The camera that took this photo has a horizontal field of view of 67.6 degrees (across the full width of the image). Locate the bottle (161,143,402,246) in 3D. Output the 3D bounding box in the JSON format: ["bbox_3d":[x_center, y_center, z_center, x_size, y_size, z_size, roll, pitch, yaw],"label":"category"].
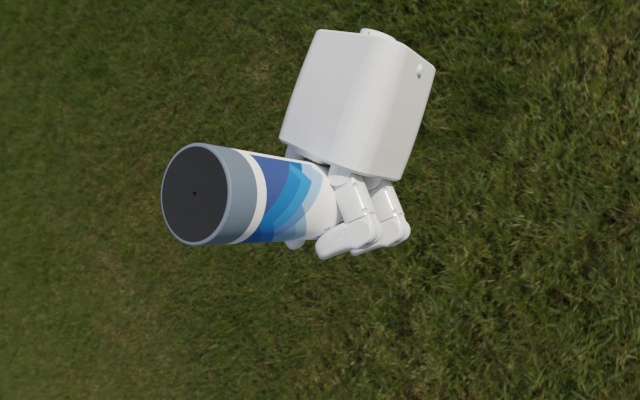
[{"bbox_3d":[0.000,0.001,0.428,0.069,0.069,0.296,0,-2,34],"label":"bottle"}]
